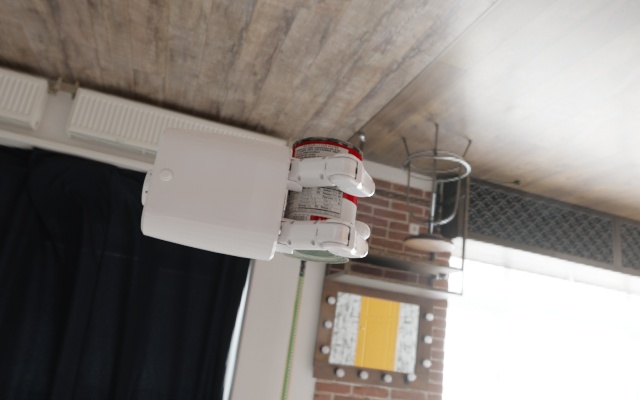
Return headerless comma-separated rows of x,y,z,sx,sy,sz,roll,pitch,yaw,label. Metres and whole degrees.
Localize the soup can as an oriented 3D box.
0.000,0.002,0.440,0.068,0.102,0.068,7,-16,2,soup can
